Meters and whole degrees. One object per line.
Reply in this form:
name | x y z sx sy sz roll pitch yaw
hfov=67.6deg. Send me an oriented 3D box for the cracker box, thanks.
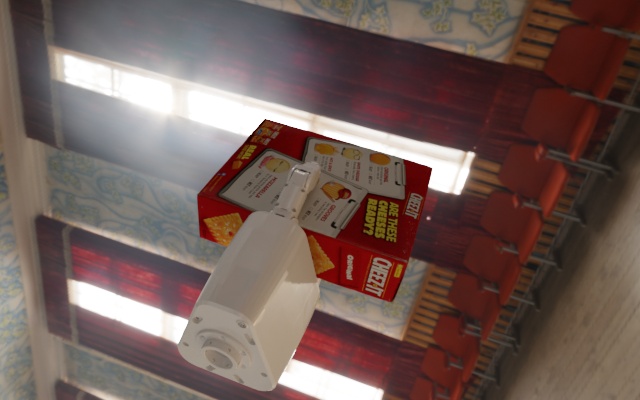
cracker box | 0.000 0.002 0.525 0.213 0.072 0.164 18 41 9
